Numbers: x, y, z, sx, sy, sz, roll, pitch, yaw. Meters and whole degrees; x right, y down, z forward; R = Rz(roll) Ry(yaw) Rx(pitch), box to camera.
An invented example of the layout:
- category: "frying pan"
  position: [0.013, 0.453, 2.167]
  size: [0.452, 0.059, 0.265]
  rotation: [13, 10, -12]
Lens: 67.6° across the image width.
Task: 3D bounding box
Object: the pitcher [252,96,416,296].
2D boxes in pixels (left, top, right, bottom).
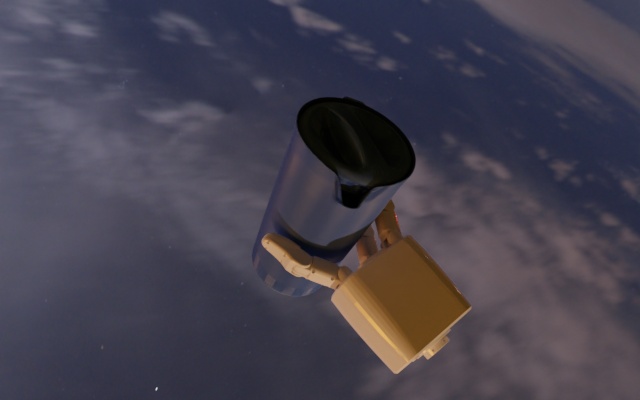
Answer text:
- category: "pitcher"
  position: [0.000, 0.002, 0.575]
  size: [0.149, 0.145, 0.243]
  rotation: [-25, -26, -41]
